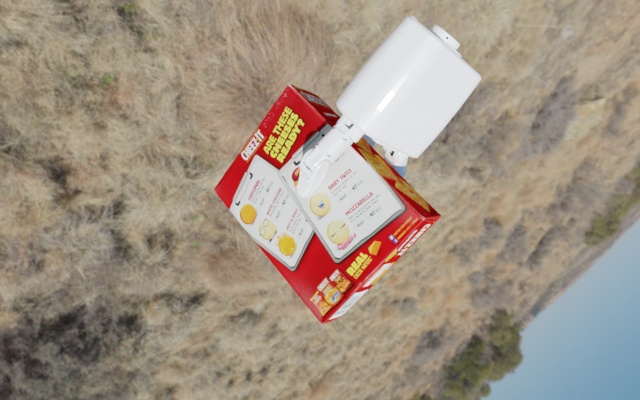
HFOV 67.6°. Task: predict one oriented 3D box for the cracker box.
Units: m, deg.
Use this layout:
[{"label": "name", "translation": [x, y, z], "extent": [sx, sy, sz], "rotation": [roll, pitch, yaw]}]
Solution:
[{"label": "cracker box", "translation": [0.000, 0.002, 0.543], "extent": [0.213, 0.164, 0.072], "rotation": [48, 21, 21]}]
